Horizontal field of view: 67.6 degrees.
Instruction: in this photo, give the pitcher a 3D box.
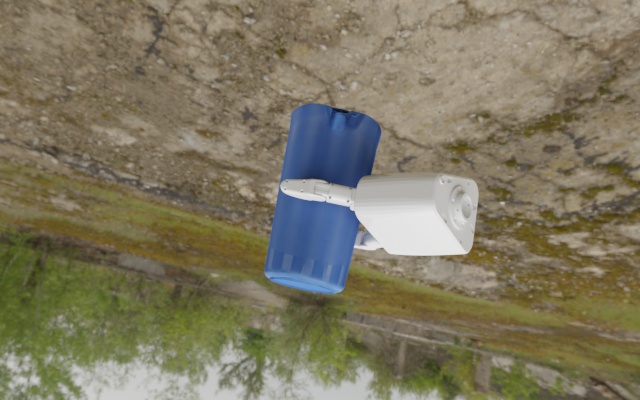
[{"bbox_3d":[0.000,0.002,0.671,0.145,0.242,0.149,-2,-21,40],"label":"pitcher"}]
